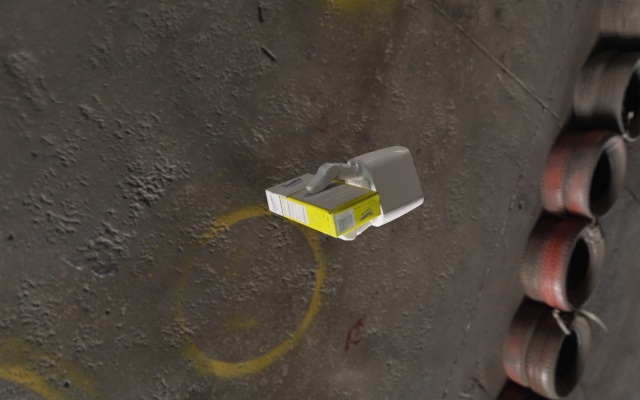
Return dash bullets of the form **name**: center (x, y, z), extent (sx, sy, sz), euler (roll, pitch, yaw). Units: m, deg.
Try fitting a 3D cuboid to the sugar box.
- **sugar box**: center (0.000, 0.003, 0.749), extent (0.093, 0.048, 0.176), euler (-23, 23, -31)
